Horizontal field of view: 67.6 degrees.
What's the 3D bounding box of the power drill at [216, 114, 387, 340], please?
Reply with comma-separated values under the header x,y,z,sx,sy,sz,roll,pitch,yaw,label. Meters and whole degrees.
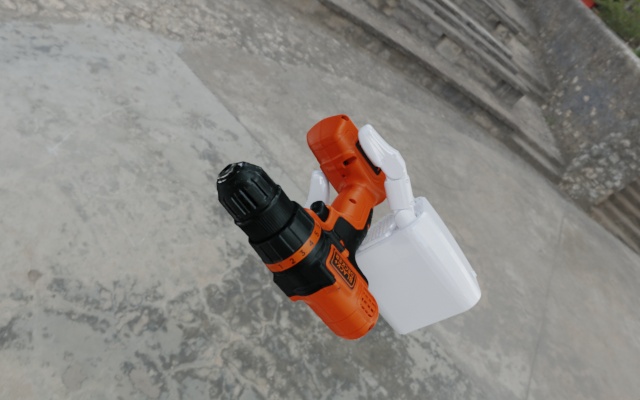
x,y,z,sx,sy,sz,roll,pitch,yaw,label
0.000,0.001,0.429,0.057,0.184,0.187,-19,30,32,power drill
